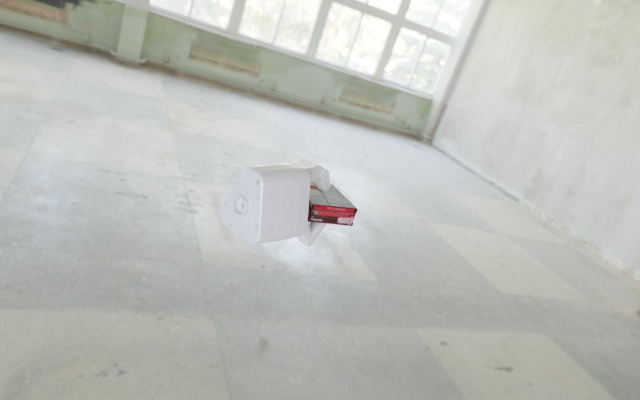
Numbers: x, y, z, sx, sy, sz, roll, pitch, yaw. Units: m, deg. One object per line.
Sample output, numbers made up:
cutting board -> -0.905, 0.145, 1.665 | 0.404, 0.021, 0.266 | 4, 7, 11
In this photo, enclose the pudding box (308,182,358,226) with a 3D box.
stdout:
pudding box -> 0.000, 0.003, 0.835 | 0.090, 0.039, 0.113 | 8, 23, -27
